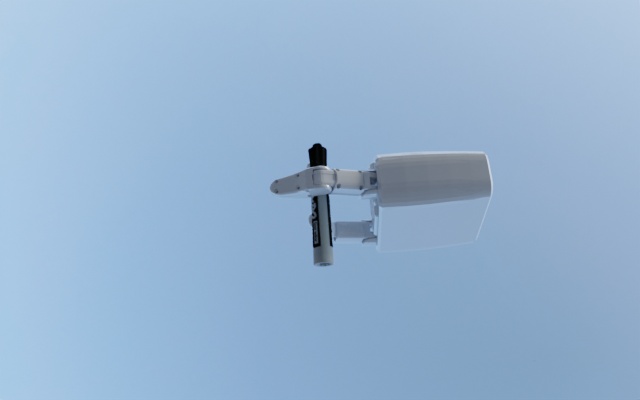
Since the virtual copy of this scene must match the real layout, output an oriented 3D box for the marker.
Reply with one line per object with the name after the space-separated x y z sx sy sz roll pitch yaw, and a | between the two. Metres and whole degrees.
0.000 0.001 0.452 0.020 0.121 0.020 -3 -20 -1 | marker
